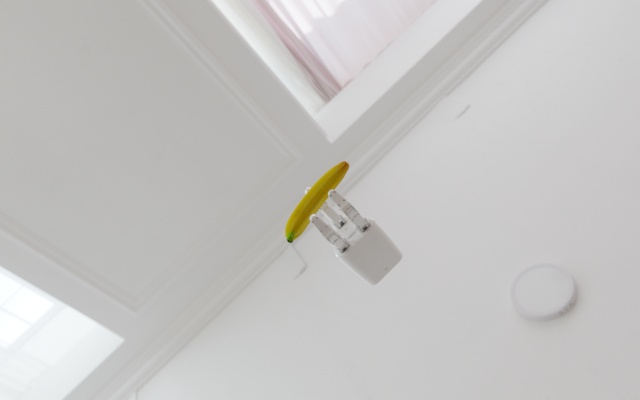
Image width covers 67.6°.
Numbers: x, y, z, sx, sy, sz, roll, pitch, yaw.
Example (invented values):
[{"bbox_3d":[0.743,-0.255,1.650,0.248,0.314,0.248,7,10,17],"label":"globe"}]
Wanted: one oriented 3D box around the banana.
[{"bbox_3d":[-0.012,0.007,0.893,0.037,0.197,0.069,45,-25,-22],"label":"banana"}]
